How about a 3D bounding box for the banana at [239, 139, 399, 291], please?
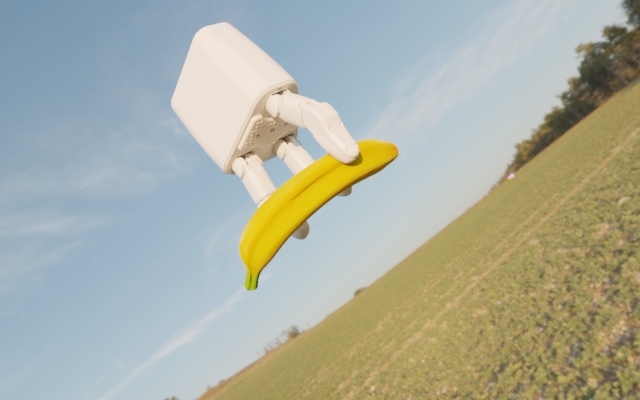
[{"bbox_3d":[-0.004,-0.004,0.427,0.198,0.037,0.070,-41,-22,-13],"label":"banana"}]
